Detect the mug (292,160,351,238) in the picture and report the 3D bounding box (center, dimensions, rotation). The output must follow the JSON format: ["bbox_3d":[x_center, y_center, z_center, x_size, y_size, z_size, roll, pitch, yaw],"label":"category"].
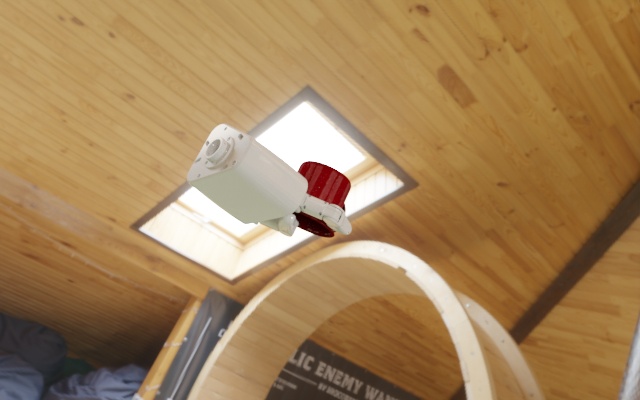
[{"bbox_3d":[0.001,0.003,0.688,0.093,0.081,0.117,8,-23,46],"label":"mug"}]
